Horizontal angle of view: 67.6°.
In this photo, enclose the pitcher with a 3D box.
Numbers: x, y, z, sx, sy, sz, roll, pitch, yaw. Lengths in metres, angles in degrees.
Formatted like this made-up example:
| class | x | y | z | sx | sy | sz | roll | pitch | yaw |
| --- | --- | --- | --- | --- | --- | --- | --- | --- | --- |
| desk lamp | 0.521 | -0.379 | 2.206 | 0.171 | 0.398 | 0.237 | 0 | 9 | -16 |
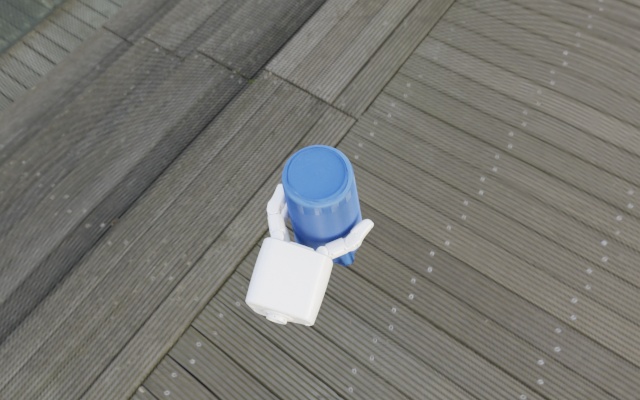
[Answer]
| class | x | y | z | sx | sy | sz | roll | pitch | yaw |
| --- | --- | --- | --- | --- | --- | --- | --- | --- | --- |
| pitcher | 0.000 | 0.003 | 0.812 | 0.149 | 0.145 | 0.243 | 15 | -23 | 12 |
